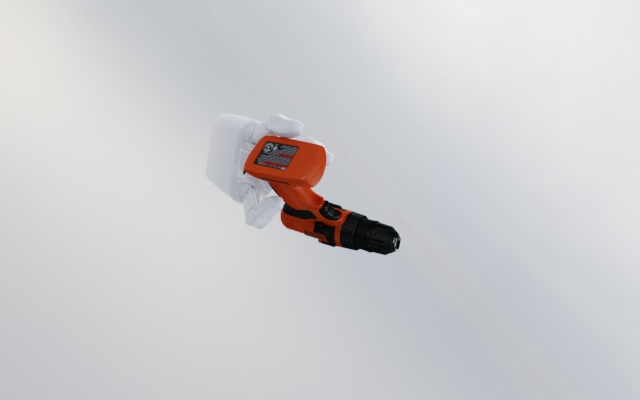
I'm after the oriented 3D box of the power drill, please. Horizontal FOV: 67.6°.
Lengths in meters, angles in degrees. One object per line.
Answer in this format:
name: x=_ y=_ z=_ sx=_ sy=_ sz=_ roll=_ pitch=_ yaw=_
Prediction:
power drill: x=0.000 y=0.002 z=0.608 sx=0.184 sy=0.057 sz=0.188 roll=12 pitch=-27 yaw=31
